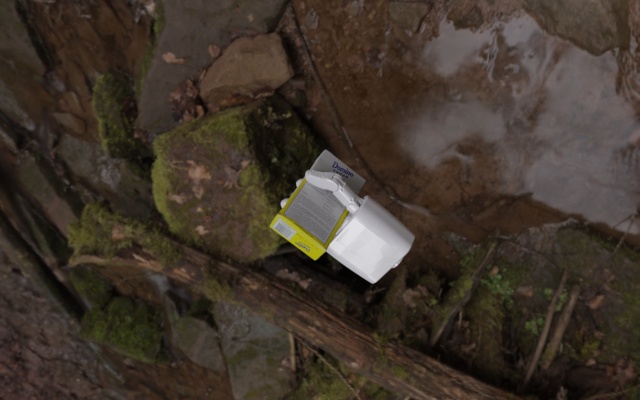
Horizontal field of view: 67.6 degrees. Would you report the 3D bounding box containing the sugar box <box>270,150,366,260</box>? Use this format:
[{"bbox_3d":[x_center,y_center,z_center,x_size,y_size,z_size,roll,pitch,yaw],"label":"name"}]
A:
[{"bbox_3d":[0.000,0.003,0.785,0.048,0.093,0.176,-47,7,46],"label":"sugar box"}]
